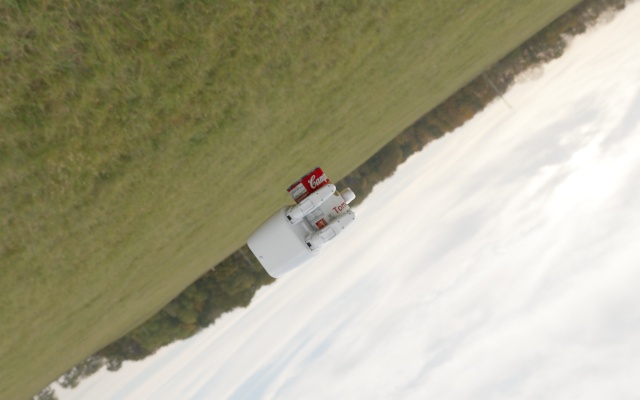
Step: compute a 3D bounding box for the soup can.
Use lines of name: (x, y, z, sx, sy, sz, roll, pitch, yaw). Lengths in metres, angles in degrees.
soup can: (0.001, 0.003, 0.792, 0.068, 0.102, 0.068, -36, 1, 1)
